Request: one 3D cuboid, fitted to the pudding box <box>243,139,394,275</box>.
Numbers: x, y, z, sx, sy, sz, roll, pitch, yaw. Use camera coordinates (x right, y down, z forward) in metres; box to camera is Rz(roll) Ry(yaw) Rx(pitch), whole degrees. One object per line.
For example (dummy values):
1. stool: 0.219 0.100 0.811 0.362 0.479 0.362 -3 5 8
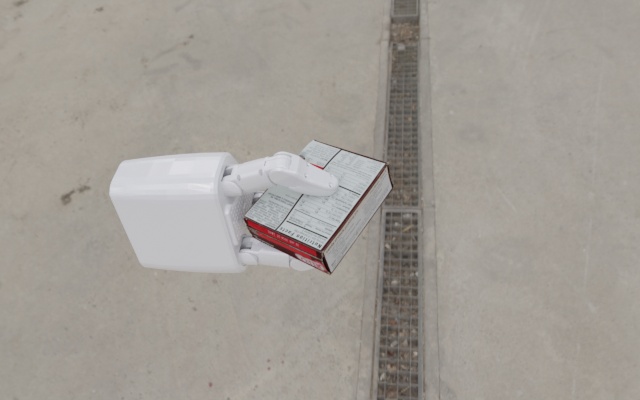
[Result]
1. pudding box: 0.000 0.001 0.434 0.090 0.113 0.039 22 -29 30
